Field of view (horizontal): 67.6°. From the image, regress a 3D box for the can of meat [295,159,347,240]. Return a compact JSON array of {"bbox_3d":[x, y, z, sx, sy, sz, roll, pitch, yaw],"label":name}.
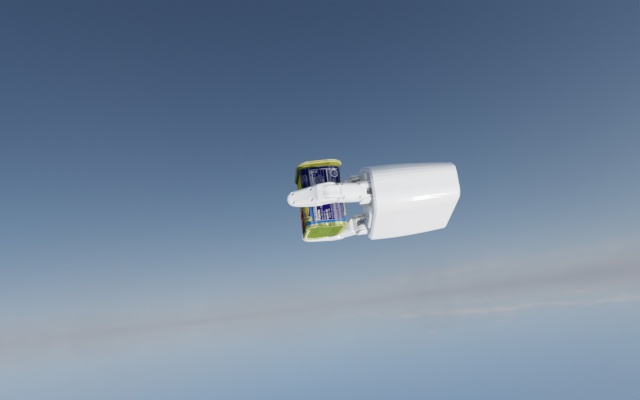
[{"bbox_3d":[0.000,0.002,0.625,0.057,0.084,0.102,-6,-12,-7],"label":"can of meat"}]
